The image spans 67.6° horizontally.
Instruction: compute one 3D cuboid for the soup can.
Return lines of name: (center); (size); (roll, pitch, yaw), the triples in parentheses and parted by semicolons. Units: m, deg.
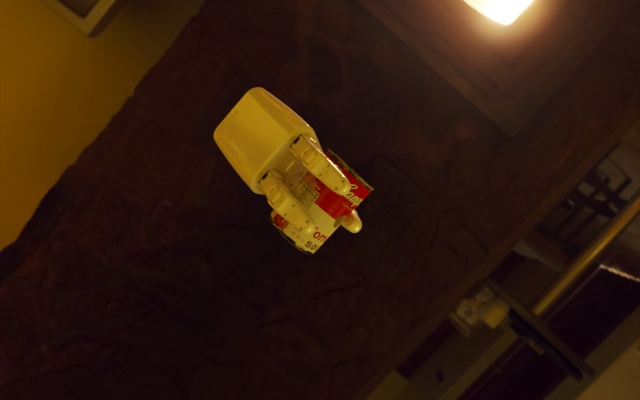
soup can: (0.000, 0.002, 0.535); (0.068, 0.102, 0.068); (42, 6, -6)
